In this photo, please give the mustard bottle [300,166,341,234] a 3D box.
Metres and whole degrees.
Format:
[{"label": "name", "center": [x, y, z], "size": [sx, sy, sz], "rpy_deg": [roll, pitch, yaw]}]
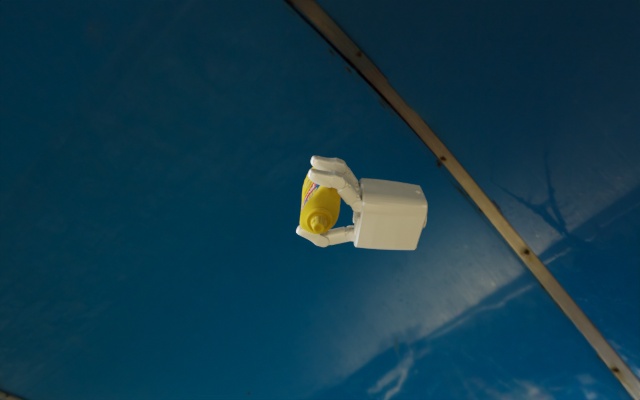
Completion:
[{"label": "mustard bottle", "center": [0.000, 0.002, 0.805], "size": [0.058, 0.096, 0.191], "rpy_deg": [27, 23, -11]}]
